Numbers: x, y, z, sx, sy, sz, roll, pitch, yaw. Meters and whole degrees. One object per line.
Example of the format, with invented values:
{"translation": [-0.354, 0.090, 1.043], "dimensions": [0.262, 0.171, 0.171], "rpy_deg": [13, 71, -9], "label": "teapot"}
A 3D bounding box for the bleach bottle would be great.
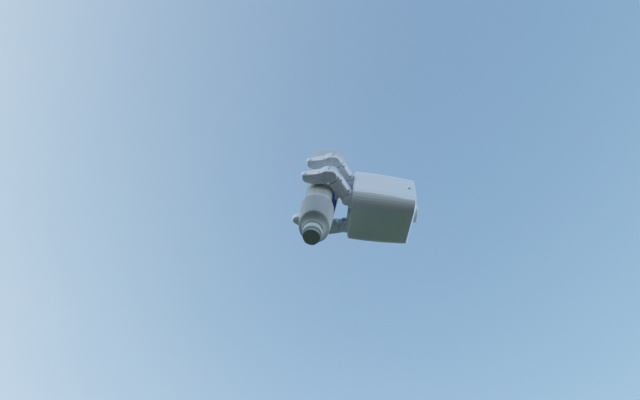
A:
{"translation": [0.000, 0.003, 0.830], "dimensions": [0.068, 0.103, 0.250], "rpy_deg": [7, 29, 4], "label": "bleach bottle"}
